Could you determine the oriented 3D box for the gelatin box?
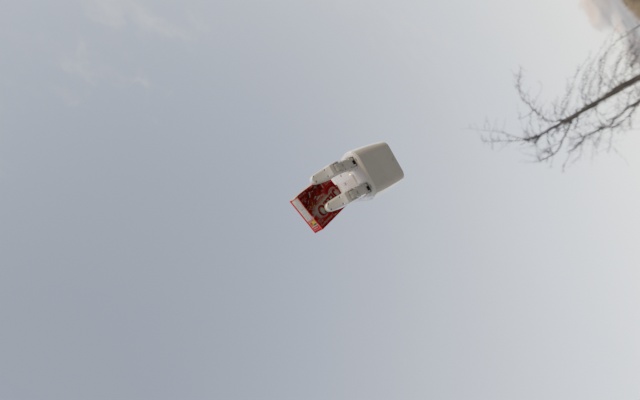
[{"bbox_3d":[0.000,0.003,0.848,0.089,0.073,0.030,-42,6,-39],"label":"gelatin box"}]
